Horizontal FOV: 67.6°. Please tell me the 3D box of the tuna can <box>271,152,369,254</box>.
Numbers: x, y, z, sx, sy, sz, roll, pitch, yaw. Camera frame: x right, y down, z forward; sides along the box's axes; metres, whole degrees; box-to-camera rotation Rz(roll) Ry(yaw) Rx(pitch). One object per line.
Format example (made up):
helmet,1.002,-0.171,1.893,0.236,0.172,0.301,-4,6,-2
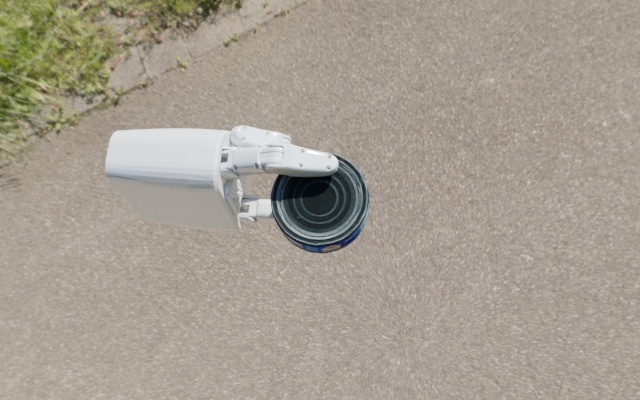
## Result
tuna can,0.000,0.001,0.417,0.086,0.086,0.034,0,-16,4
